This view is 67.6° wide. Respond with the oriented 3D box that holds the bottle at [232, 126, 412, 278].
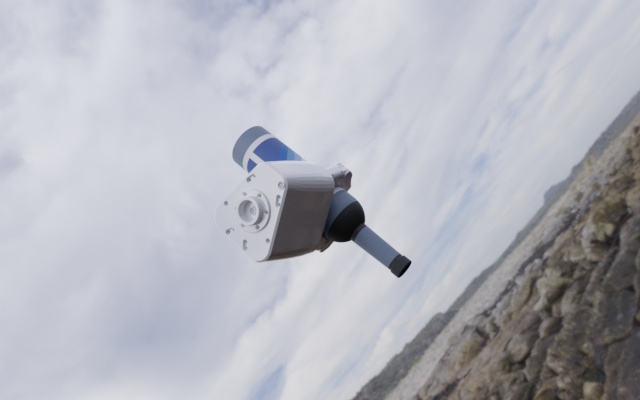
[{"bbox_3d":[0.000,0.002,0.654,0.295,0.069,0.069,39,17,22],"label":"bottle"}]
